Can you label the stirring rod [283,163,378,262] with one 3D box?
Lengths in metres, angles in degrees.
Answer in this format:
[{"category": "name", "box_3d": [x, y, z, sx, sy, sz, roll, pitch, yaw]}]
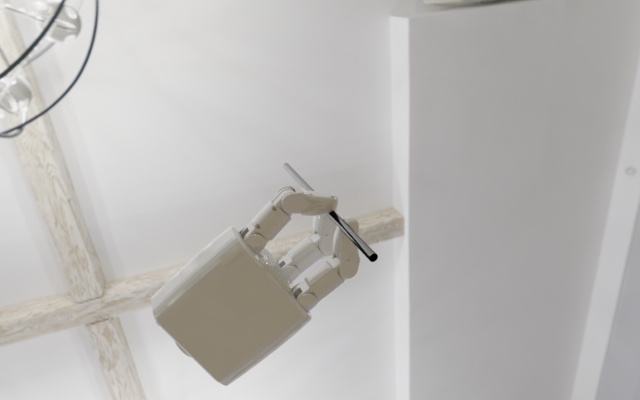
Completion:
[{"category": "stirring rod", "box_3d": [0.000, 0.002, 0.487, 0.011, 0.011, 0.239, 0, 22, -23]}]
